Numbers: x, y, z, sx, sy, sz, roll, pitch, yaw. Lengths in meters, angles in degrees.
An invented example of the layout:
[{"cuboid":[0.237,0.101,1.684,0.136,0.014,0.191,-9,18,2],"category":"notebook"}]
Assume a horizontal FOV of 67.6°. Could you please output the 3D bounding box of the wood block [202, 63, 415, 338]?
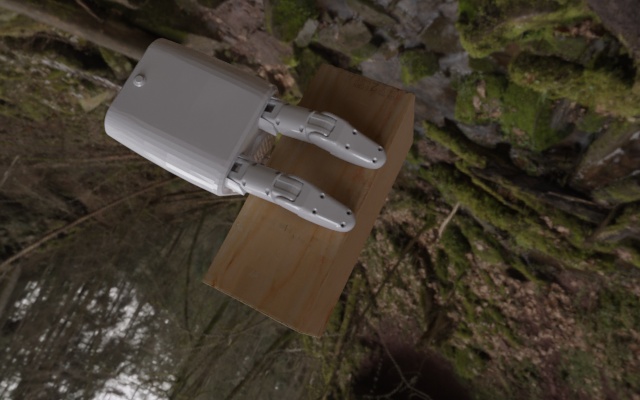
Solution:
[{"cuboid":[0.000,0.001,0.413,0.090,0.206,0.091,23,-13,16],"category":"wood block"}]
